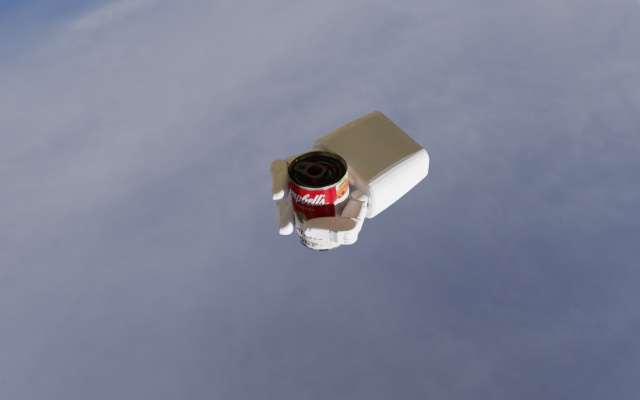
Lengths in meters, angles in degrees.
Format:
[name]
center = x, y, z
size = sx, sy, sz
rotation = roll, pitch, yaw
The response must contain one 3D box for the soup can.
[soup can]
center = 0.000, 0.002, 0.567
size = 0.068, 0.102, 0.068
rotation = -3, 42, 3
